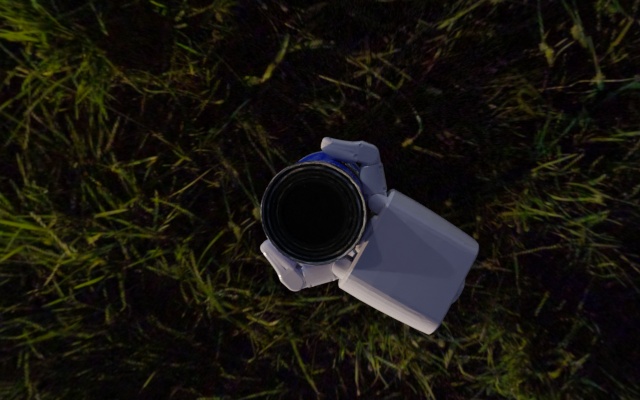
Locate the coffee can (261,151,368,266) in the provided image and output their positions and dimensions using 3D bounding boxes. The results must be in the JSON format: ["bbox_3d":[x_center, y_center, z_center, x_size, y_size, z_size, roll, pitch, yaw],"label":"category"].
[{"bbox_3d":[0.000,0.002,0.521,0.103,0.103,0.140,0,9,6],"label":"coffee can"}]
